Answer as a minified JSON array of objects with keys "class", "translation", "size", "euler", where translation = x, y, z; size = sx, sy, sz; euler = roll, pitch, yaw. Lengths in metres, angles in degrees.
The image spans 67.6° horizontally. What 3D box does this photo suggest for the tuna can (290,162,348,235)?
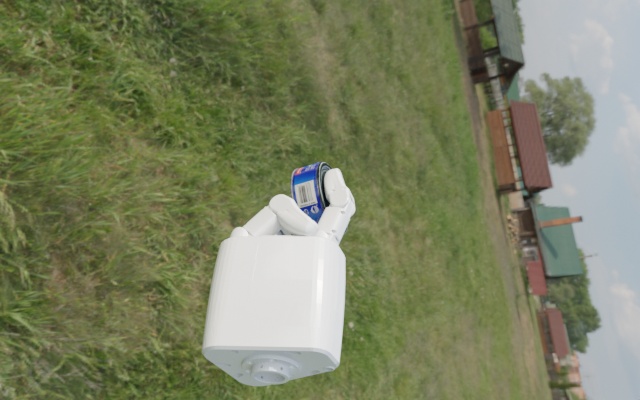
[{"class":"tuna can","translation":[0.001,0.002,0.524],"size":[0.034,0.086,0.086],"euler":[-16,-5,18]}]
